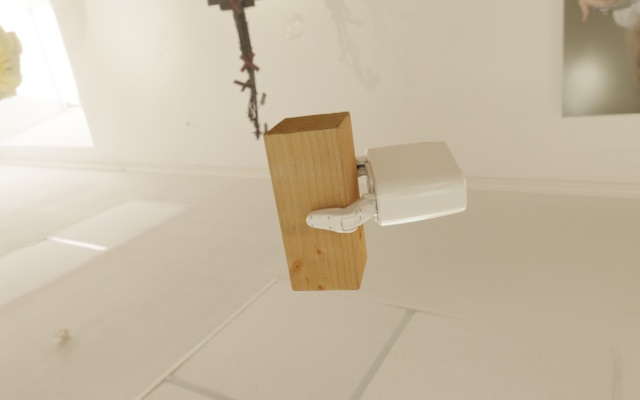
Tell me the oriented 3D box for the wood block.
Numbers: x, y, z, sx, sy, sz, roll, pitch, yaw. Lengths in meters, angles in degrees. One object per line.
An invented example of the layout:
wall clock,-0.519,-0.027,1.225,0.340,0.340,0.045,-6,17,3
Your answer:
wood block,0.000,0.002,0.603,0.090,0.206,0.090,-3,21,14
